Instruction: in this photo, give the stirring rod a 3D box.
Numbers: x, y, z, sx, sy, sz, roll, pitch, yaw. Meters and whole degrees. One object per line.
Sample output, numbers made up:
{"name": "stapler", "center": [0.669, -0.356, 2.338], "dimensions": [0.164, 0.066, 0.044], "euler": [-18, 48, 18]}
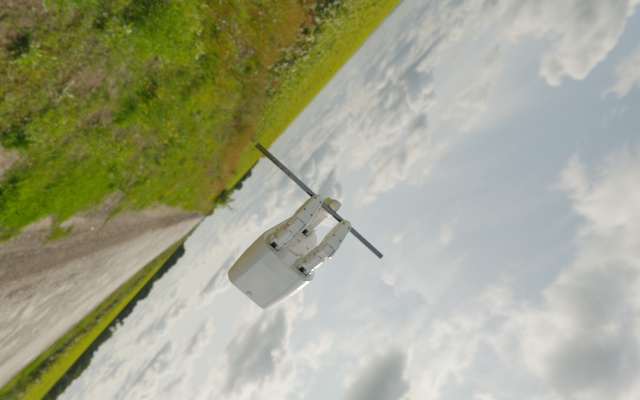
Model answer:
{"name": "stirring rod", "center": [0.000, 0.002, 0.674], "dimensions": [0.239, 0.011, 0.011], "euler": [42, -8, -8]}
